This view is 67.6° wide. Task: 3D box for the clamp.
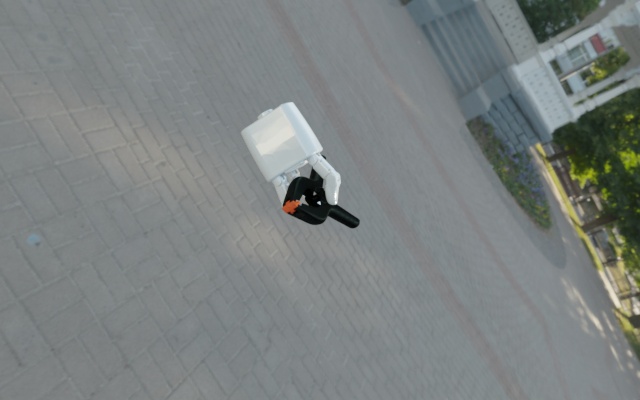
[{"bbox_3d":[0.000,0.002,0.889,0.036,0.164,0.210,-32,1,28],"label":"clamp"}]
